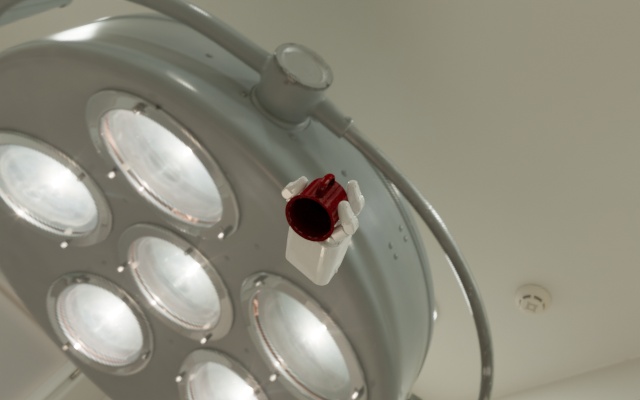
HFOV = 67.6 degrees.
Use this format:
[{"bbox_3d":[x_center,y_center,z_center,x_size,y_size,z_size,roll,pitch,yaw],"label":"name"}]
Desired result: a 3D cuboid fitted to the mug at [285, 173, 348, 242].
[{"bbox_3d":[0.000,0.001,0.830,0.093,0.117,0.081,25,39,14],"label":"mug"}]
